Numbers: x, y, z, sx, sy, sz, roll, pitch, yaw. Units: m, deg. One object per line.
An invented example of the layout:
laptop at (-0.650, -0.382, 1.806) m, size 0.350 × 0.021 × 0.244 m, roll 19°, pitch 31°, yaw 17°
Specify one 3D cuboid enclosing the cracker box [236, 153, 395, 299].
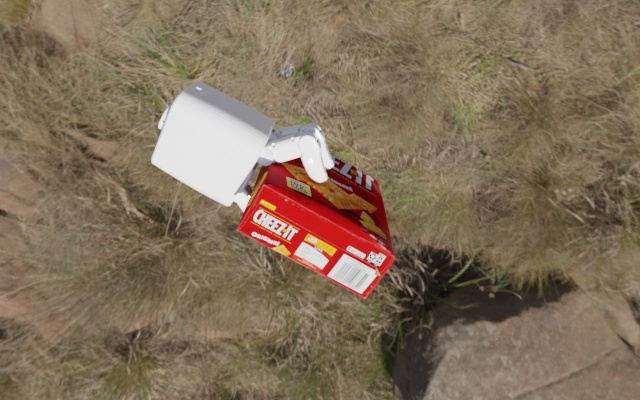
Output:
cracker box at (0.000, 0.002, 0.592) m, size 0.164 × 0.072 × 0.213 m, roll 29°, pitch 22°, yaw -11°
